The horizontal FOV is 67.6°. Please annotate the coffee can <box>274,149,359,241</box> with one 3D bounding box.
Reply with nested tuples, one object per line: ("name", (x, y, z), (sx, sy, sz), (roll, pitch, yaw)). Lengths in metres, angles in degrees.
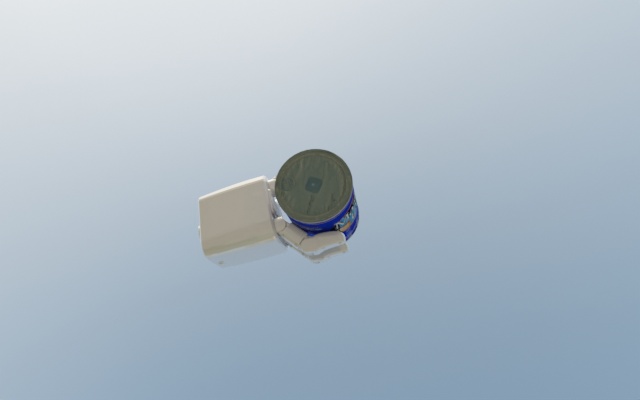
("coffee can", (0.000, 0.002, 0.680), (0.103, 0.102, 0.140), (0, -19, 9))
